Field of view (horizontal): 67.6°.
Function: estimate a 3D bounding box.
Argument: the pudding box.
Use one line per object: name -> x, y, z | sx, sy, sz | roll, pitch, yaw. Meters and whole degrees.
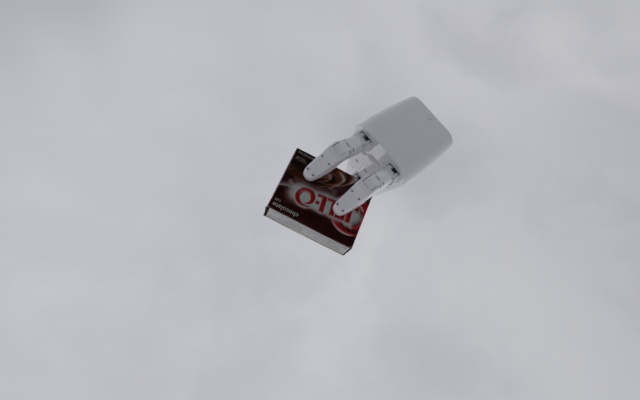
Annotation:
pudding box -> 0.000, 0.002, 0.581 | 0.113, 0.090, 0.039 | 26, -29, -3
